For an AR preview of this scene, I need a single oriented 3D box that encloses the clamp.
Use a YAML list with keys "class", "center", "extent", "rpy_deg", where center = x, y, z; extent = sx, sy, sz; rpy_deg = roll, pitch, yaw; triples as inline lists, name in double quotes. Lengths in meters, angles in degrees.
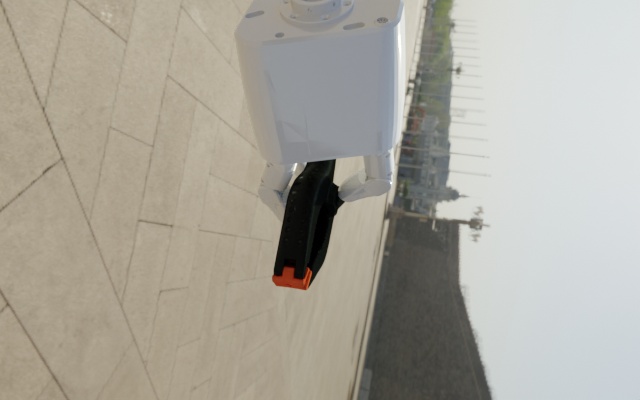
- class: "clamp"
  center: [0.001, 0.002, 0.457]
  extent: [0.036, 0.209, 0.165]
  rpy_deg: [5, -38, 13]
